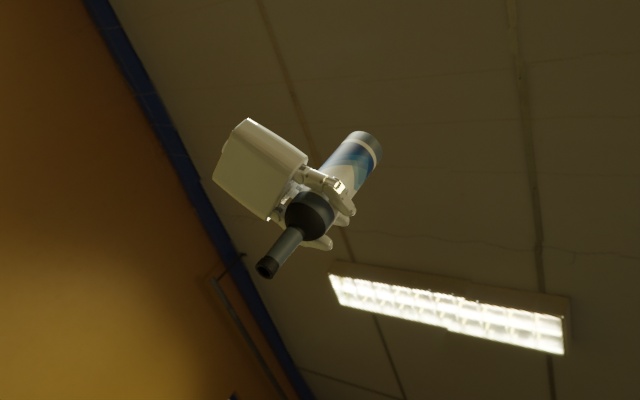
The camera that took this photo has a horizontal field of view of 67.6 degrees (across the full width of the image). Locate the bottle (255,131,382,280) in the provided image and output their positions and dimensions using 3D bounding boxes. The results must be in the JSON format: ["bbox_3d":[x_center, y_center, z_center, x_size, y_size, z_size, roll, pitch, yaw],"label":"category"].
[{"bbox_3d":[0.000,0.002,0.696,0.069,0.069,0.295,0,37,38],"label":"bottle"}]
